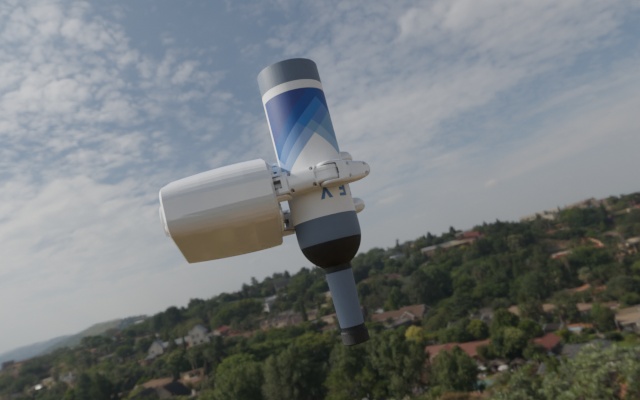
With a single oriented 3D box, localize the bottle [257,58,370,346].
[{"bbox_3d":[0.000,0.001,0.500,0.069,0.295,0.069,-14,-8,-2],"label":"bottle"}]
